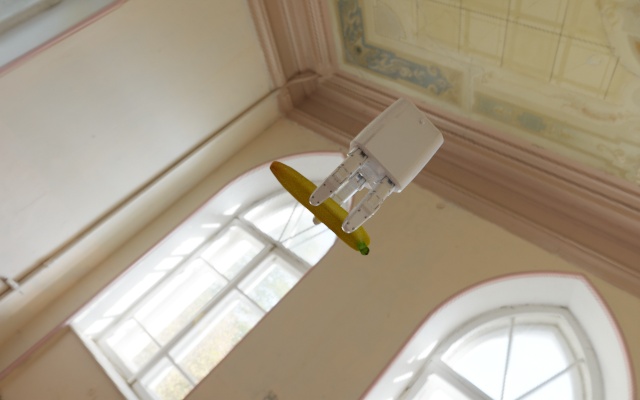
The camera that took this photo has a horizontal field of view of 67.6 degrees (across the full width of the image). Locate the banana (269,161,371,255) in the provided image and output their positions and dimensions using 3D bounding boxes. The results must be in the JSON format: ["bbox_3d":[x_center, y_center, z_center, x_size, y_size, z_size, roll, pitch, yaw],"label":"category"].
[{"bbox_3d":[0.006,0.010,0.687,0.197,0.037,0.070,41,-7,22],"label":"banana"}]
